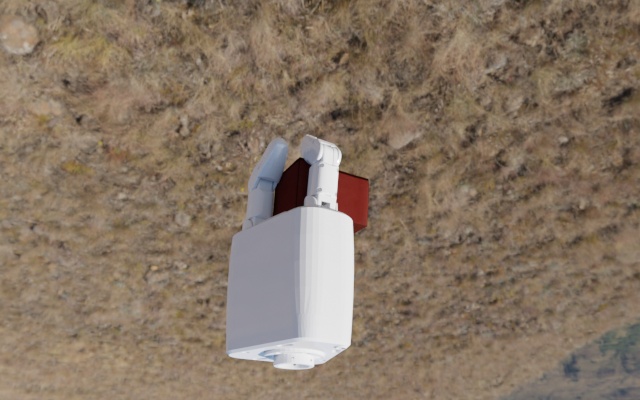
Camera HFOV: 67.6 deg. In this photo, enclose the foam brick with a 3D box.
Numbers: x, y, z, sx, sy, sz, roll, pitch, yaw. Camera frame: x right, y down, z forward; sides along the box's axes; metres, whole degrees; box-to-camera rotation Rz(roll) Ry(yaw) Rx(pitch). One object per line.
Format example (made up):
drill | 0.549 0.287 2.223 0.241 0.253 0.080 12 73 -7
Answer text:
foam brick | 0.000 0.001 0.454 0.078 0.051 0.053 15 -28 -26
